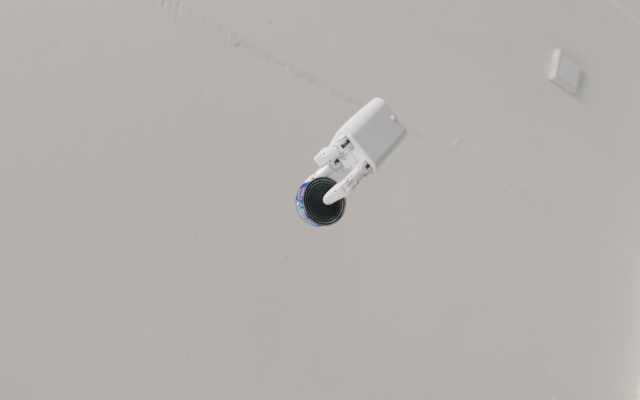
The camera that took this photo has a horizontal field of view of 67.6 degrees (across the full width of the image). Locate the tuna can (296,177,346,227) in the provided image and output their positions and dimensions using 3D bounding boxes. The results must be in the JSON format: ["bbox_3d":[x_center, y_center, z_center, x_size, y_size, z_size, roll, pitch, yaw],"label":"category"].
[{"bbox_3d":[0.000,0.003,0.833,0.086,0.086,0.034,0,-7,-30],"label":"tuna can"}]
